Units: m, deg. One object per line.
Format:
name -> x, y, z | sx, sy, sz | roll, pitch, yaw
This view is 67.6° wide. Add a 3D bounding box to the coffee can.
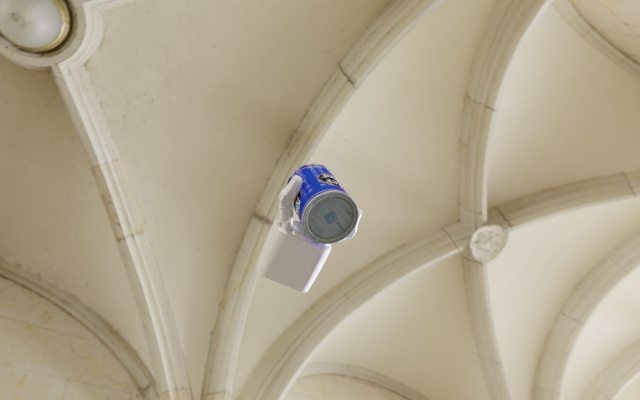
coffee can -> 0.000, 0.003, 0.891 | 0.103, 0.103, 0.140 | 0, 25, -17
